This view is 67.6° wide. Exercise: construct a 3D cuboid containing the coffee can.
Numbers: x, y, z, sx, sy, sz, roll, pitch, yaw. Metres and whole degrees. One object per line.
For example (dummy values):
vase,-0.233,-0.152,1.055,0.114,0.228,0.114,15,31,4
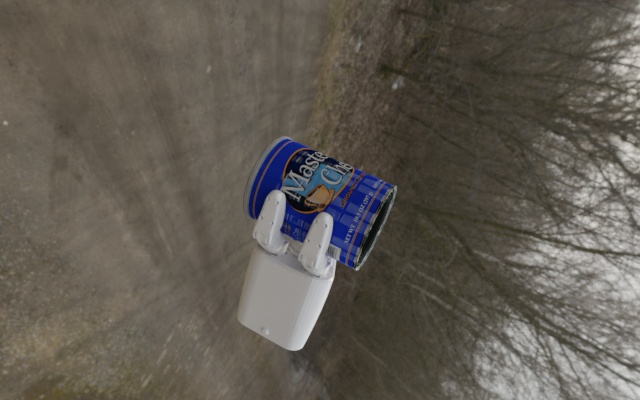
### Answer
coffee can,0.000,0.002,0.535,0.140,0.103,0.103,25,6,14
